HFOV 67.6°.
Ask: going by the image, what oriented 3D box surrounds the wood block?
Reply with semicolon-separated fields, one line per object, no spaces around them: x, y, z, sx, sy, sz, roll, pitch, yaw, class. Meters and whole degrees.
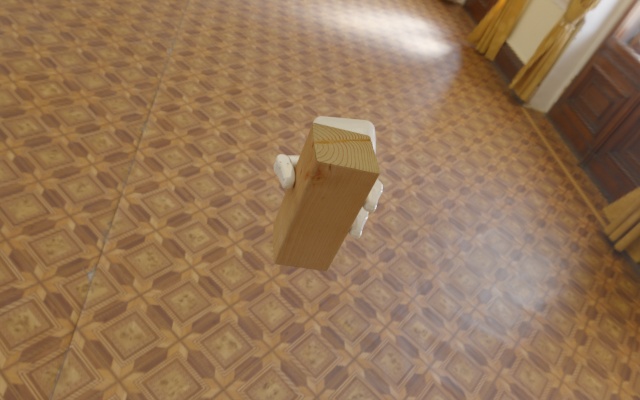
0.000;0.002;0.703;0.091;0.206;0.090;11;41;-16;wood block
